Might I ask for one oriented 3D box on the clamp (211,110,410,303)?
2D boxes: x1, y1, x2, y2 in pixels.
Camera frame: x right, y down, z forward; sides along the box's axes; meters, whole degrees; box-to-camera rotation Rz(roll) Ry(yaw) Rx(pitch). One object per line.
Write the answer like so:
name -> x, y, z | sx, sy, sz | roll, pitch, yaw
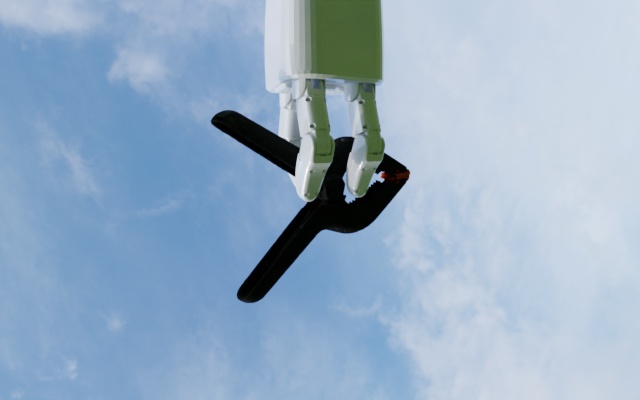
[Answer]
clamp -> 0.000, 0.001, 0.451 | 0.210, 0.164, 0.036 | -5, 9, -35
